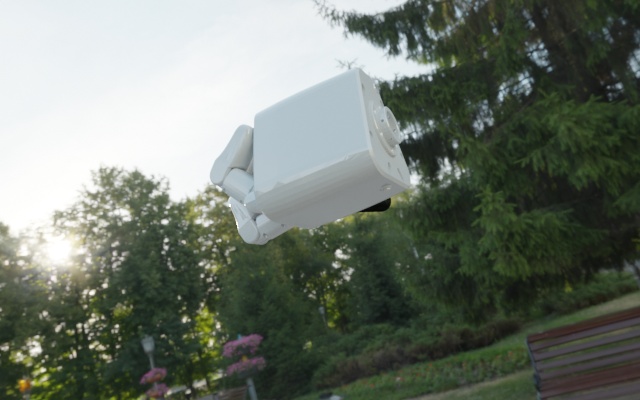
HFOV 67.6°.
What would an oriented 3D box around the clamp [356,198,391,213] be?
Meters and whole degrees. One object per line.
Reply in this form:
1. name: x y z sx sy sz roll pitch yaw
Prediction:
1. clamp: 0.000 0.001 0.523 0.120 0.039 0.171 -18 -14 25
